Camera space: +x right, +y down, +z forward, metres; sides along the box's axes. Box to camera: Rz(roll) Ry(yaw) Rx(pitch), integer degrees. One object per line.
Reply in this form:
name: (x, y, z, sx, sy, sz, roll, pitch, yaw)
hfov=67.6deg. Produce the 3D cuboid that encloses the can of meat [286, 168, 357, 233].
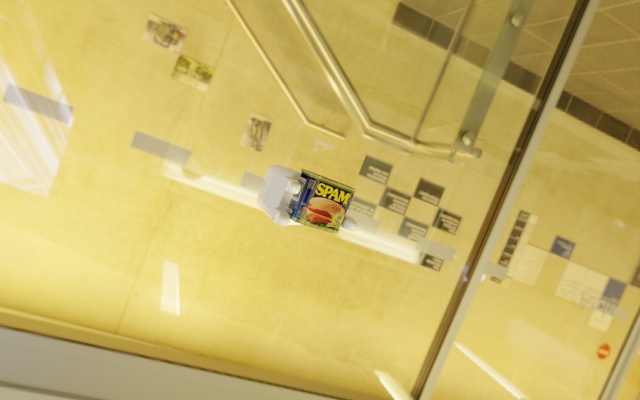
can of meat: (0.000, 0.003, 0.801, 0.102, 0.084, 0.057, 19, 5, -35)
